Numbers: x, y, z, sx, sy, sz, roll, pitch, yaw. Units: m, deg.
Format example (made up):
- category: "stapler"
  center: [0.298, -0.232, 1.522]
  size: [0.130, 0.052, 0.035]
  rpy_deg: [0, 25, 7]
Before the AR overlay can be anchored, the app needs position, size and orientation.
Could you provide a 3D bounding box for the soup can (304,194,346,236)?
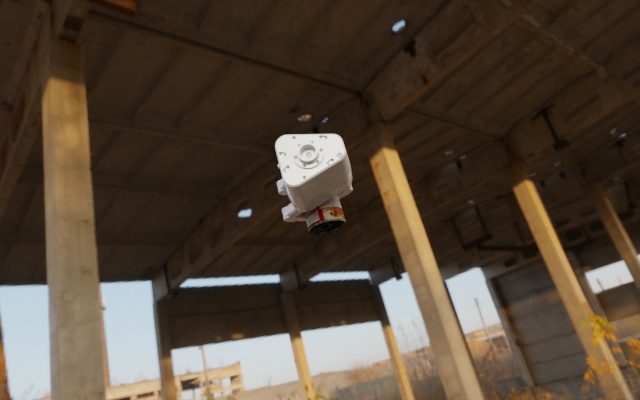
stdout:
- category: "soup can"
  center: [0.000, 0.003, 0.852]
  size: [0.068, 0.102, 0.068]
  rpy_deg: [-13, -22, -5]
